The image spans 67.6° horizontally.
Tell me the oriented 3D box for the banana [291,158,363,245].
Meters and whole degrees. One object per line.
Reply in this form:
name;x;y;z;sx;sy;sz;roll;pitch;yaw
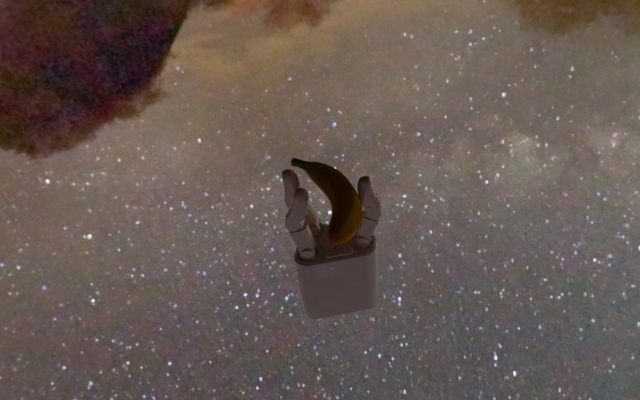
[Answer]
banana;0.017;-0.002;0.613;0.069;0.037;0.197;-7;31;-16
